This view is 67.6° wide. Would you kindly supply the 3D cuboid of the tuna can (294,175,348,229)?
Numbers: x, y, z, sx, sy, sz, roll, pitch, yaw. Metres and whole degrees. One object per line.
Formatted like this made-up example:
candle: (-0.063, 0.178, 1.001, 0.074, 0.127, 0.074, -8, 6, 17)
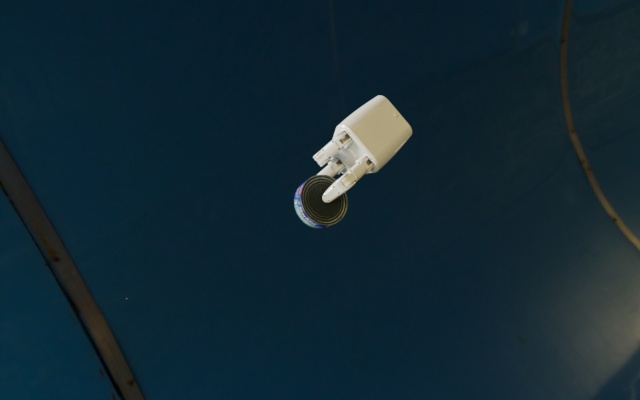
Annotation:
tuna can: (0.000, 0.003, 0.790, 0.086, 0.086, 0.034, 0, -14, -27)
